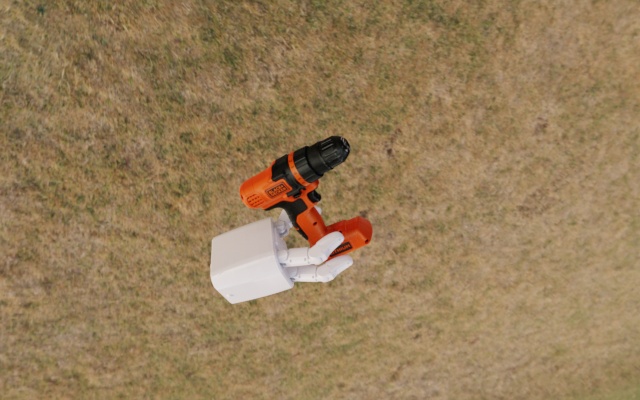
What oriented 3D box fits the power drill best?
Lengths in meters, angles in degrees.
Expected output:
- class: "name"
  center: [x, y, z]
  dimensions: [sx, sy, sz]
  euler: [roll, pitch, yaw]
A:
- class: "power drill"
  center: [0.000, 0.003, 0.719]
  dimensions: [0.184, 0.188, 0.057]
  euler: [-25, 33, 26]
